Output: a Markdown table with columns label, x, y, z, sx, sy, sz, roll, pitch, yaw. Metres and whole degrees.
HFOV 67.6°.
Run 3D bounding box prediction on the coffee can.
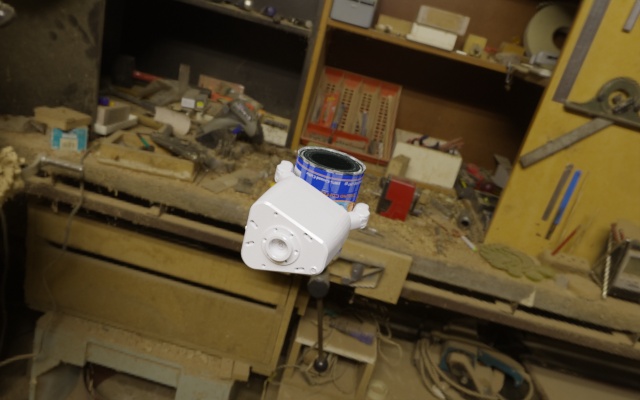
| label | x | y | z | sx | sy | sz | roll | pitch | yaw |
| --- | --- | --- | --- | --- | --- | --- | --- | --- | --- |
| coffee can | 0.000 | 0.002 | 0.720 | 0.103 | 0.140 | 0.102 | 13 | 22 | -5 |
